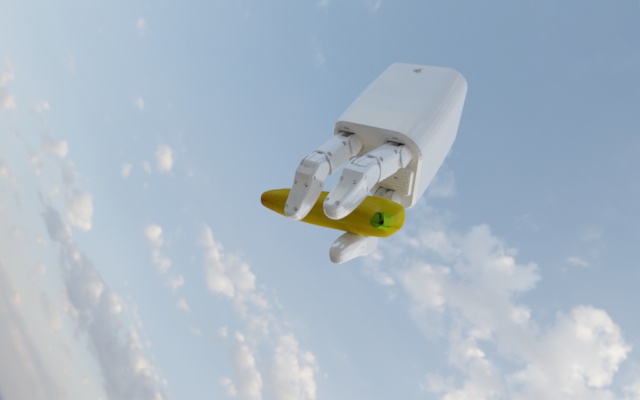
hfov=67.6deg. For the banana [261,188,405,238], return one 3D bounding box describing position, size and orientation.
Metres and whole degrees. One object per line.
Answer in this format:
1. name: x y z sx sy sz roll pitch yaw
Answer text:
1. banana: 0.016 0.008 0.459 0.070 0.037 0.198 23 -10 -34
